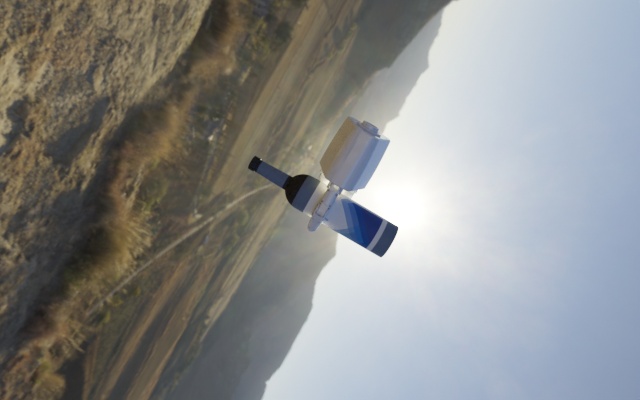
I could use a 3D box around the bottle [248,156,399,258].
[{"bbox_3d":[0.000,0.003,0.879,0.296,0.069,0.069,30,0,0],"label":"bottle"}]
